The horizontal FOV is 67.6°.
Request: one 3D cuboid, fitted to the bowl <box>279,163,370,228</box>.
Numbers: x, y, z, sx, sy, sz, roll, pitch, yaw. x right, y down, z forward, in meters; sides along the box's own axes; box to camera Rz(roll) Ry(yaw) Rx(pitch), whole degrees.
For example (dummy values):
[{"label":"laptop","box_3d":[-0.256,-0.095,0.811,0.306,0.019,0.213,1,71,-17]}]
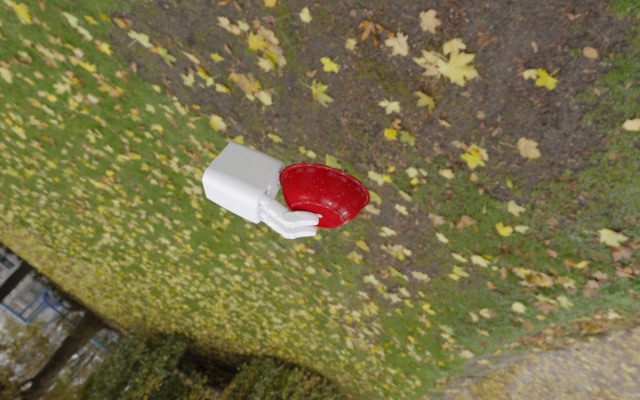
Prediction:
[{"label":"bowl","box_3d":[0.001,0.003,0.808,0.162,0.055,0.162,13,-26,6]}]
